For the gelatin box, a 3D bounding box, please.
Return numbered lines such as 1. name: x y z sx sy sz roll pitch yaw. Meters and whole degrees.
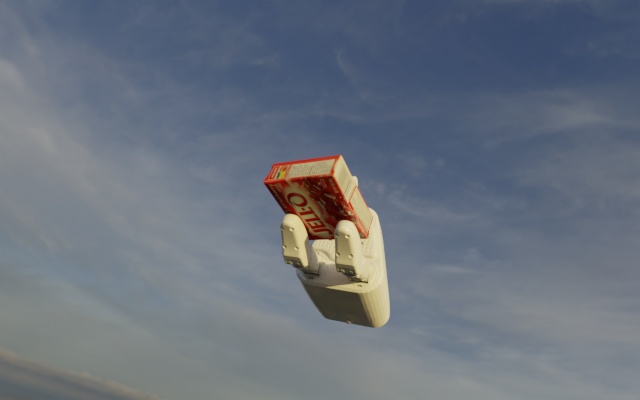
1. gelatin box: 0.000 0.001 0.451 0.073 0.030 0.089 -4 -45 29
